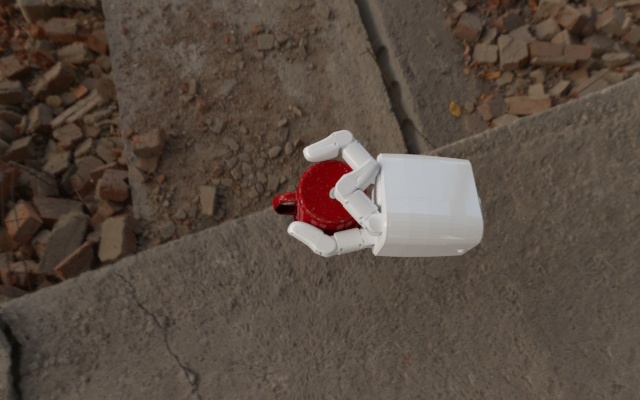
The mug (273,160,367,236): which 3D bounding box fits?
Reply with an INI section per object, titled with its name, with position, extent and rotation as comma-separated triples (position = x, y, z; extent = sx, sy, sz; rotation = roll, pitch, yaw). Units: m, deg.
[mug]
position = -0.001, 0.002, 0.583
extent = 0.117, 0.093, 0.081
rotation = 1, -20, -2
